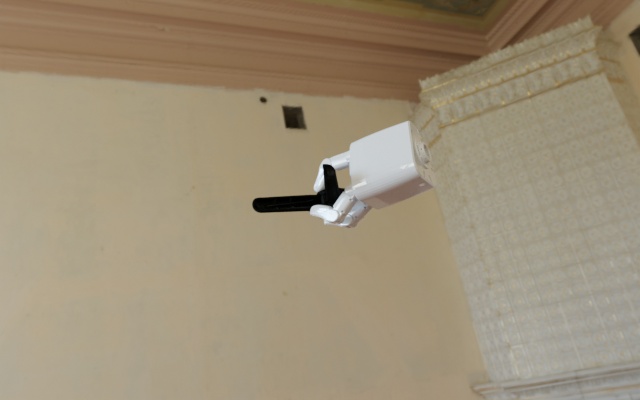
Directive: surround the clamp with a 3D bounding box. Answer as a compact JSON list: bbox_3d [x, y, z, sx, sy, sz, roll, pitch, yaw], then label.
[{"bbox_3d":[0.001,0.002,0.811,0.164,0.036,0.210,-20,-24,28],"label":"clamp"}]
